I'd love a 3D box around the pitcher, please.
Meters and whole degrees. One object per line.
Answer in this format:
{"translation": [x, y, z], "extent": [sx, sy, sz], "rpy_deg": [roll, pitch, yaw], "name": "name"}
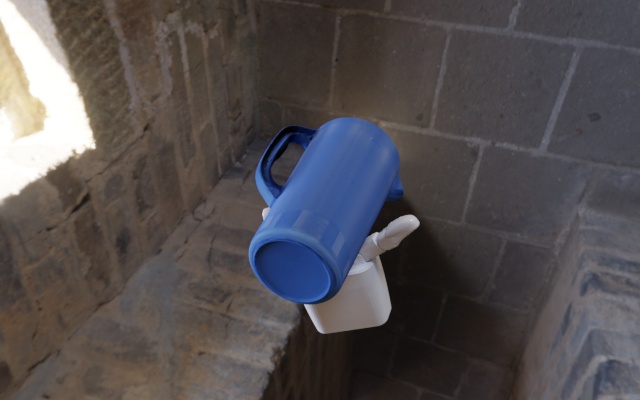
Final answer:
{"translation": [0.000, 0.002, 0.591], "extent": [0.149, 0.145, 0.242], "rpy_deg": [-5, 32, 26], "name": "pitcher"}
